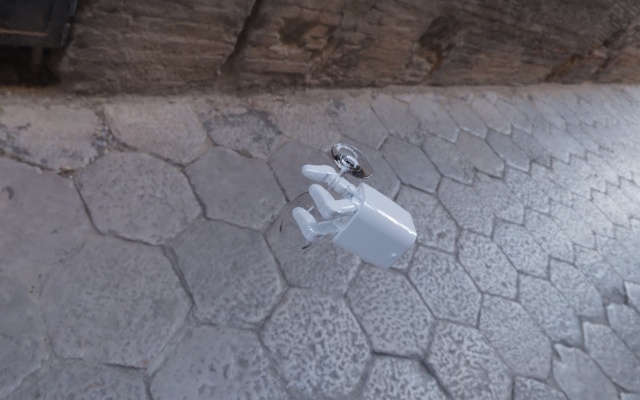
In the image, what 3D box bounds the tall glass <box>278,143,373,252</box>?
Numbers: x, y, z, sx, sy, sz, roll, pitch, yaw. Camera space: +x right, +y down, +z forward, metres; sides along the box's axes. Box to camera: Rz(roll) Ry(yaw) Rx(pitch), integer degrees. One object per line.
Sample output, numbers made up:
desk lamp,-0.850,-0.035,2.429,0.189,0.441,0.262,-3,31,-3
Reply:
tall glass,0.000,0.002,0.785,0.079,0.079,0.201,0,-40,-40
